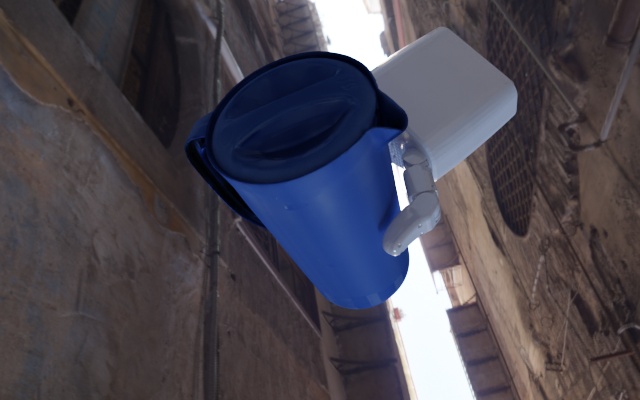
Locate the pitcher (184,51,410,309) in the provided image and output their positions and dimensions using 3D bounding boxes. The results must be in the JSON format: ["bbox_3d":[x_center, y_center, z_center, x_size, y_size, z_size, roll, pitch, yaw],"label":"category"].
[{"bbox_3d":[0.000,0.001,0.434,0.149,0.145,0.243,46,-11,39],"label":"pitcher"}]
